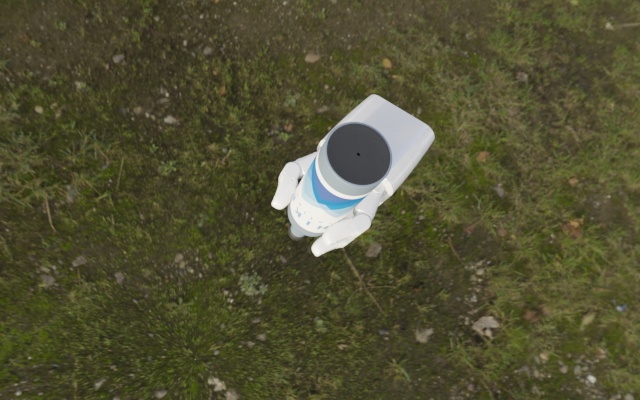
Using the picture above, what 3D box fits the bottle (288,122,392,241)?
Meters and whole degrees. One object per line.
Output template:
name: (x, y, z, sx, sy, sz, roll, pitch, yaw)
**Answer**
bottle: (0.000, 0.002, 0.575, 0.069, 0.069, 0.296, 0, -18, -15)
